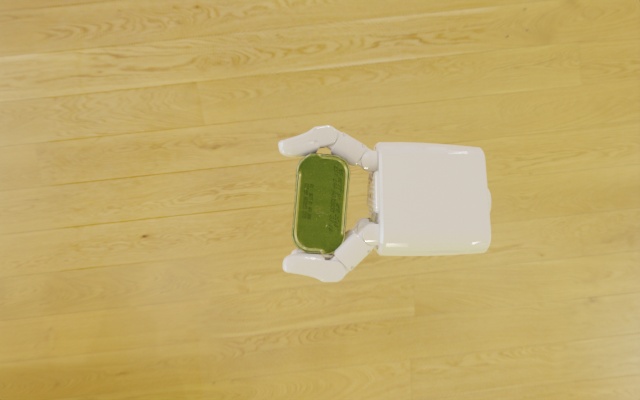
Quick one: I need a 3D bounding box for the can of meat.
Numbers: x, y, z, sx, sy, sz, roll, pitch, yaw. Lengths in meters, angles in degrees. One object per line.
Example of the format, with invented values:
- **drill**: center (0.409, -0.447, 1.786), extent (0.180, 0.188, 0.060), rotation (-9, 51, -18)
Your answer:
- **can of meat**: center (0.000, 0.002, 0.493), extent (0.057, 0.102, 0.084), rotation (4, 3, -1)
